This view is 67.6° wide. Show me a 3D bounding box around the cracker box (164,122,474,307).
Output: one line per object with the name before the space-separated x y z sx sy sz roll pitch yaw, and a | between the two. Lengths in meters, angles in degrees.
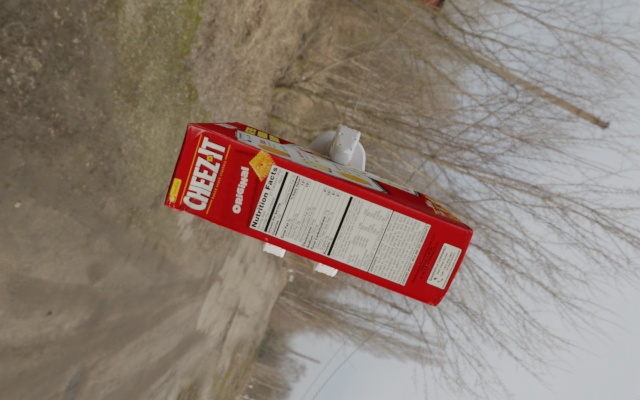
cracker box | 0.000 0.001 0.410 0.214 0.072 0.164 21 9 -2
